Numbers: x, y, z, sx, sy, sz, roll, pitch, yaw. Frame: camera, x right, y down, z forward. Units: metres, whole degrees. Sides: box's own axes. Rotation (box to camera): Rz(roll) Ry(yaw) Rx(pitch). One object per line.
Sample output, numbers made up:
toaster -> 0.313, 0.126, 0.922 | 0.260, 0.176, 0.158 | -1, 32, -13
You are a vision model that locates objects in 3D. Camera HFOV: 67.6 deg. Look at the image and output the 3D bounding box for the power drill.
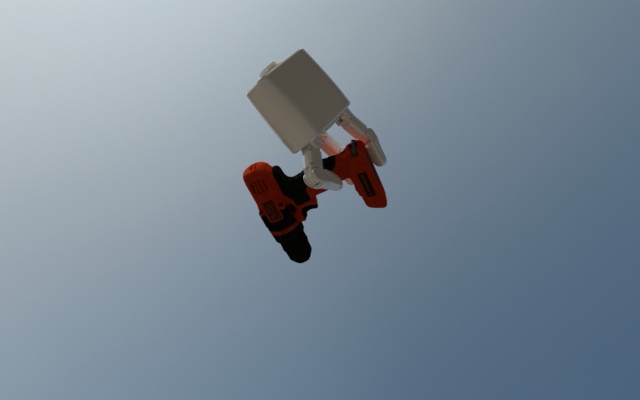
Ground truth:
power drill -> 0.000, 0.002, 0.716 | 0.187, 0.184, 0.057 | -20, 30, 12
